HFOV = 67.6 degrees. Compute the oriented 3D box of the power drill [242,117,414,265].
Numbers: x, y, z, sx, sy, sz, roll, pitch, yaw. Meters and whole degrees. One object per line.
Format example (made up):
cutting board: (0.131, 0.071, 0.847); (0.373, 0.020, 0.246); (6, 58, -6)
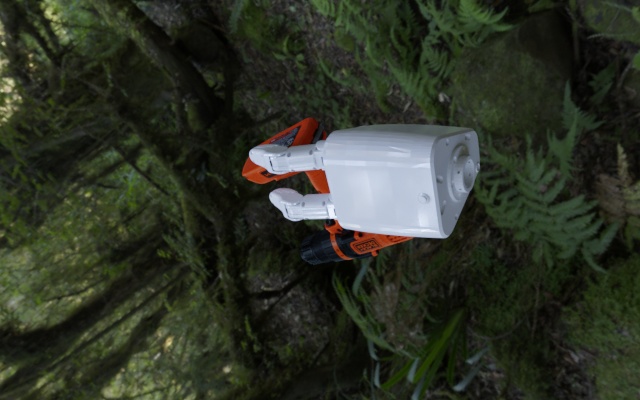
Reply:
power drill: (0.000, 0.002, 0.567); (0.184, 0.057, 0.188); (-23, -55, 38)
